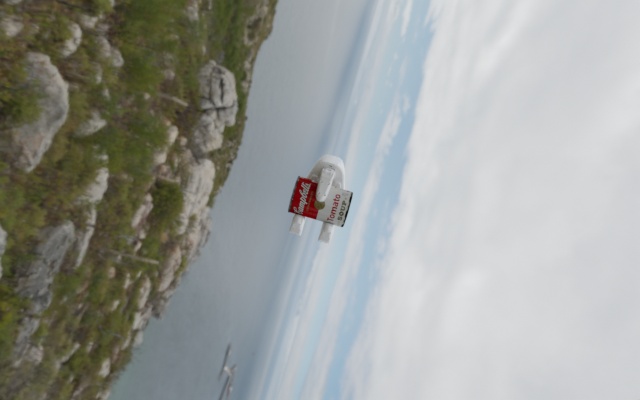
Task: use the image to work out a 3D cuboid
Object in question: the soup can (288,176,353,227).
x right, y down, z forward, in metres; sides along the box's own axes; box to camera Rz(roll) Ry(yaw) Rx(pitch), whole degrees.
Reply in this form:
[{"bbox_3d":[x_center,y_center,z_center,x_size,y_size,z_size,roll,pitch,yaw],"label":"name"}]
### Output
[{"bbox_3d":[0.000,0.003,0.846,0.102,0.068,0.068,16,0,0],"label":"soup can"}]
